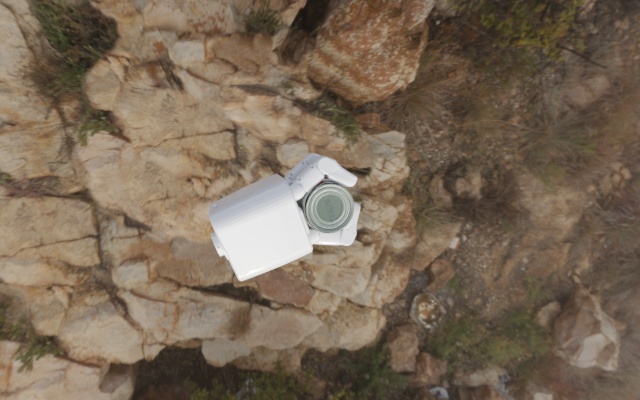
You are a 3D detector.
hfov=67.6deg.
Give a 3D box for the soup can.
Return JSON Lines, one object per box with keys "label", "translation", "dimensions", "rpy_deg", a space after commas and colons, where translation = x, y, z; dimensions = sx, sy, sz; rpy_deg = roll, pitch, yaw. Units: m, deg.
{"label": "soup can", "translation": [0.001, 0.002, 0.654], "dimensions": [0.068, 0.068, 0.102], "rpy_deg": [0, 9, -14]}
